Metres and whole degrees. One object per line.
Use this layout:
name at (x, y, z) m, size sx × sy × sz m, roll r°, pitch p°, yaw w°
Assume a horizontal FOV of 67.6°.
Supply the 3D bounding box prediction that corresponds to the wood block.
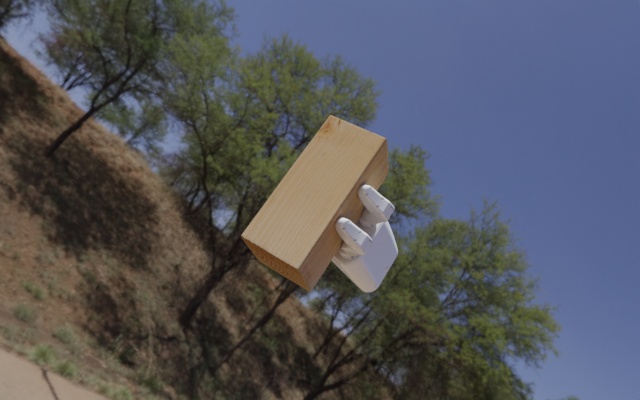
wood block at (0.000, 0.002, 0.636) m, size 0.091 × 0.206 × 0.090 m, roll 27°, pitch -20°, yaw 22°
